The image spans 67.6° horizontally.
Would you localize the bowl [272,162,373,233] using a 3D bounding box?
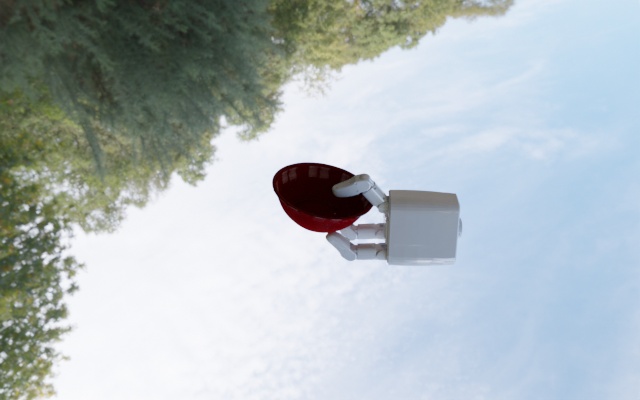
[{"bbox_3d":[-0.001,0.002,0.752,0.162,0.055,0.162,10,33,-6],"label":"bowl"}]
